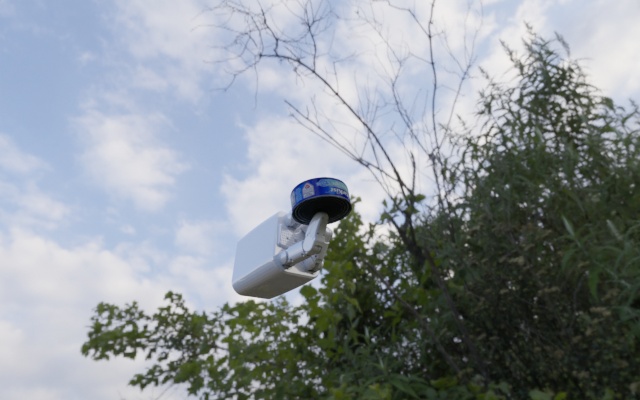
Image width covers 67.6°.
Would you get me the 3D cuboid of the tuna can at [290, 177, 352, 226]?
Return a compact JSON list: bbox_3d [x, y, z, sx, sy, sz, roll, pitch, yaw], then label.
[{"bbox_3d":[0.000,0.002,0.682,0.086,0.033,0.086,-7,-29,-4],"label":"tuna can"}]
